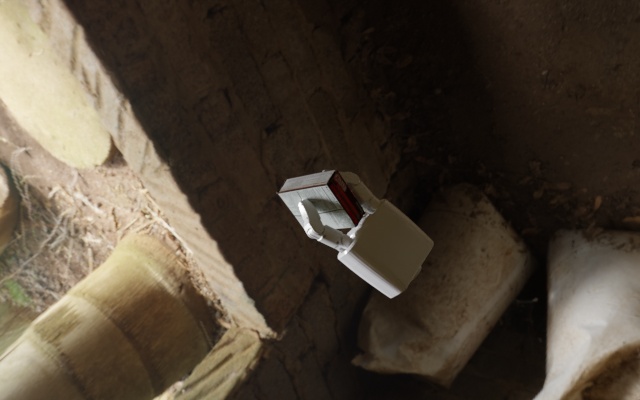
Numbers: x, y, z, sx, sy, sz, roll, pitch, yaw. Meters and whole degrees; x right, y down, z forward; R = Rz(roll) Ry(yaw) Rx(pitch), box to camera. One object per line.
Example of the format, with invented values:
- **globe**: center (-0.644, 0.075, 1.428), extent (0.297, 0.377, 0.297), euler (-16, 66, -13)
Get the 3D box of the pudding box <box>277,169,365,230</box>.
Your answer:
- **pudding box**: center (0.000, 0.003, 0.739), extent (0.113, 0.090, 0.039), euler (-9, 36, 41)
